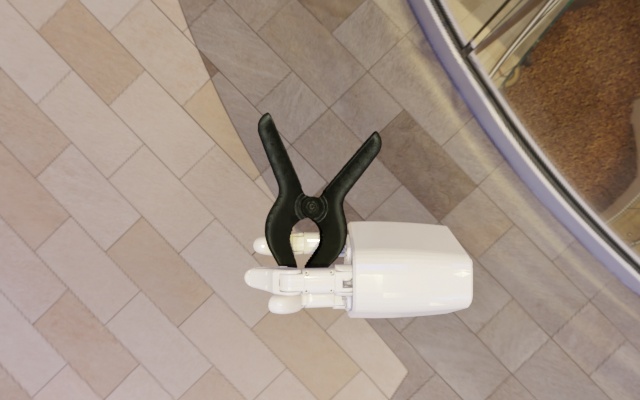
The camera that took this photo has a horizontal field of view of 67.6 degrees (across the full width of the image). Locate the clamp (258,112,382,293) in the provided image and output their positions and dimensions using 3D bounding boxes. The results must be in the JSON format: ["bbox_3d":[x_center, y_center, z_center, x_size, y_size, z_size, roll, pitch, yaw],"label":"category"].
[{"bbox_3d":[0.000,0.002,0.459,0.120,0.171,0.039,0,0,-1],"label":"clamp"}]
